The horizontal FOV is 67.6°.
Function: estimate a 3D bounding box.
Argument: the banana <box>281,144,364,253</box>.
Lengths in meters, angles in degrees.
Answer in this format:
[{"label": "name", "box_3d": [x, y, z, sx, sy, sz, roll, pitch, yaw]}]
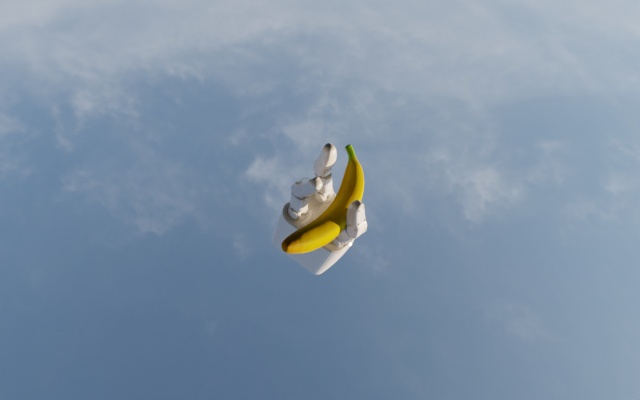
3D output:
[{"label": "banana", "box_3d": [0.016, 0.011, 0.678, 0.069, 0.197, 0.037, 39, -31, -12]}]
